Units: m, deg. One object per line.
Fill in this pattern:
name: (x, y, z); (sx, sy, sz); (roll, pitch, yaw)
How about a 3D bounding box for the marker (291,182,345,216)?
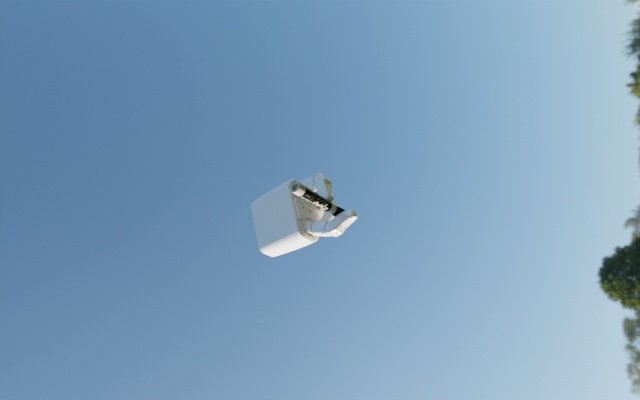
marker: (0.000, 0.002, 0.766); (0.020, 0.020, 0.121); (0, -22, 45)
